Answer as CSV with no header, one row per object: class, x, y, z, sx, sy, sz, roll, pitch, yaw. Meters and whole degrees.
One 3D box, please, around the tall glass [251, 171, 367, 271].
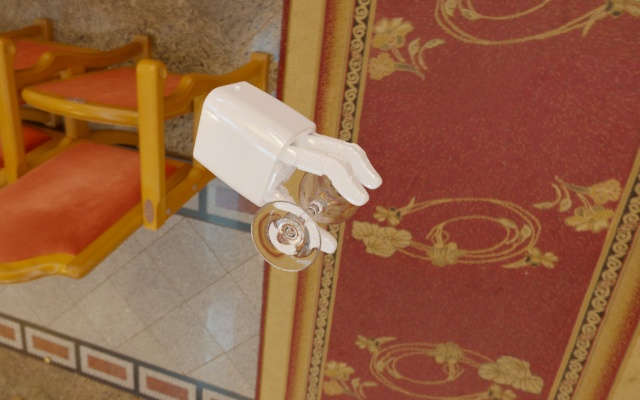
tall glass,0.000,0.002,0.547,0.079,0.079,0.201,0,19,22
